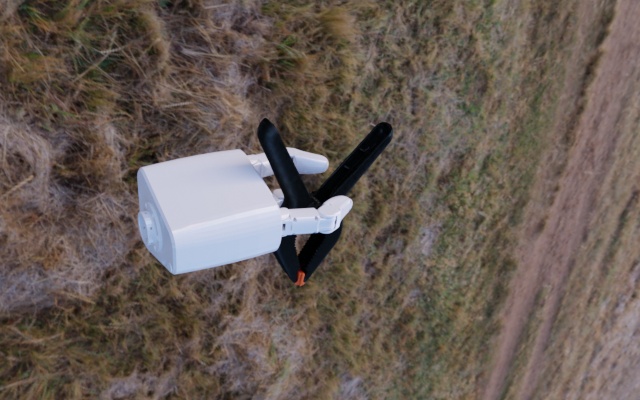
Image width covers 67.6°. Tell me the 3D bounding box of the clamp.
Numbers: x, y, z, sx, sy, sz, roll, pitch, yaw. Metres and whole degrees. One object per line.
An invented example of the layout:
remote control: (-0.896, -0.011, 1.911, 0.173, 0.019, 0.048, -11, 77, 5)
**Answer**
clamp: (0.000, 0.003, 0.536, 0.164, 0.210, 0.036, -11, 35, -30)
